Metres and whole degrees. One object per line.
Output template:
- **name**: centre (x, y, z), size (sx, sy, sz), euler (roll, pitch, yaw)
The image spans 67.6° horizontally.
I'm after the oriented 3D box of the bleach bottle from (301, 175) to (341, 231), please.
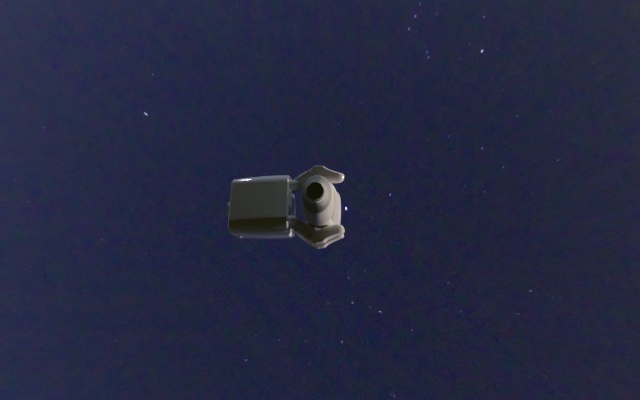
- **bleach bottle**: centre (0.000, 0.003, 0.861), size (0.068, 0.102, 0.251), euler (-1, -12, 4)
